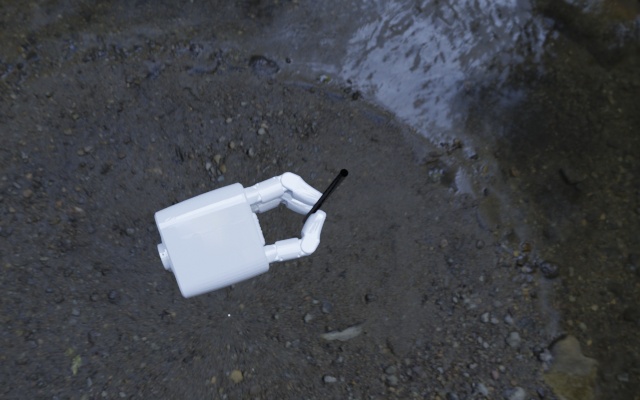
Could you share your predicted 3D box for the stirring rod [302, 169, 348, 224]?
[{"bbox_3d":[0.000,0.002,0.561,0.011,0.011,0.239,0,-13,-11],"label":"stirring rod"}]
